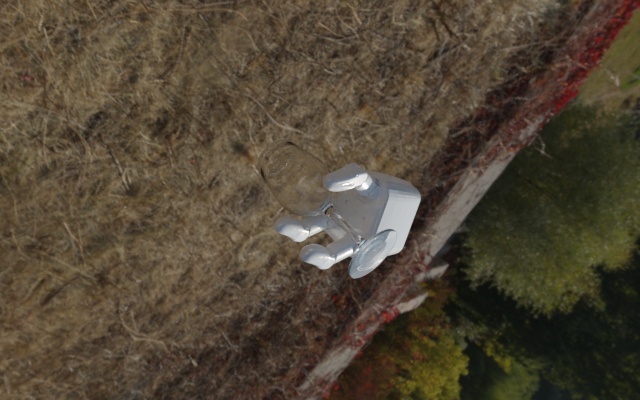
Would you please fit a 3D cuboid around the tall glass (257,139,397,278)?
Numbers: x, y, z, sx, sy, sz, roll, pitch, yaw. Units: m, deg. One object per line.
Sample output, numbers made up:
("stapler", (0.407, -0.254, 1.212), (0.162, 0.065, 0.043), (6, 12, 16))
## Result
("tall glass", (0.000, 0.002, 0.599), (0.079, 0.079, 0.201), (0, 37, -51))
